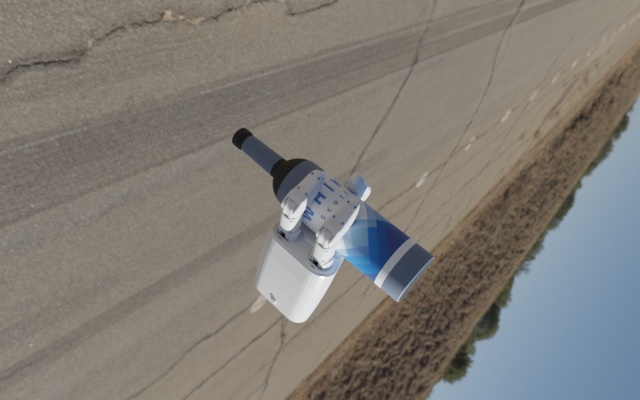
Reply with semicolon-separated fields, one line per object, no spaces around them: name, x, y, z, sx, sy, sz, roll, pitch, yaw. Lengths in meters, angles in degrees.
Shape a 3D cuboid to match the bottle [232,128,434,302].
bottle;0.000;0.002;0.587;0.295;0.069;0.069;39;15;19
